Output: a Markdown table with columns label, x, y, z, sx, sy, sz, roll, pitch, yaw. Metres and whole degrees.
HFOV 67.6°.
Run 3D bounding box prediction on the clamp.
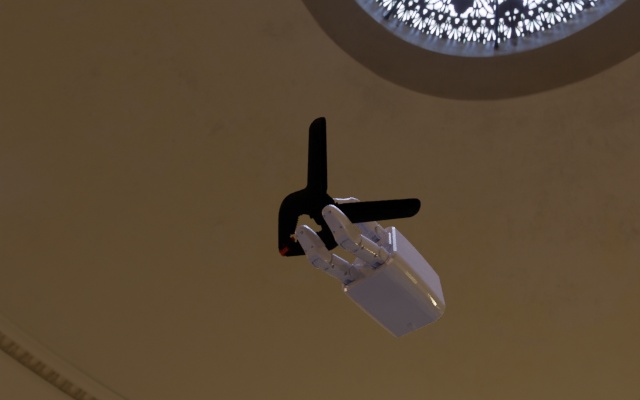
| label | x | y | z | sx | sy | sz | roll | pitch | yaw |
| --- | --- | --- | --- | --- | --- | --- | --- | --- | --- |
| clamp | 0.000 | 0.002 | 0.617 | 0.210 | 0.164 | 0.036 | -37 | 10 | 36 |
